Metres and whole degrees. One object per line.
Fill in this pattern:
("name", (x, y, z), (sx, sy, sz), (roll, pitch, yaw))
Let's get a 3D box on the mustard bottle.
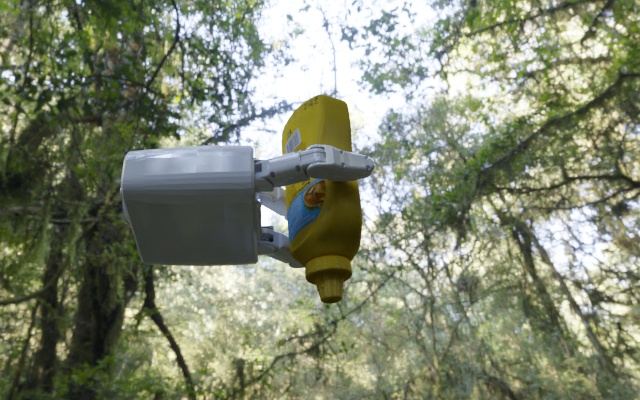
("mustard bottle", (0.000, 0.001, 0.448), (0.058, 0.191, 0.096), (11, -34, -27))
